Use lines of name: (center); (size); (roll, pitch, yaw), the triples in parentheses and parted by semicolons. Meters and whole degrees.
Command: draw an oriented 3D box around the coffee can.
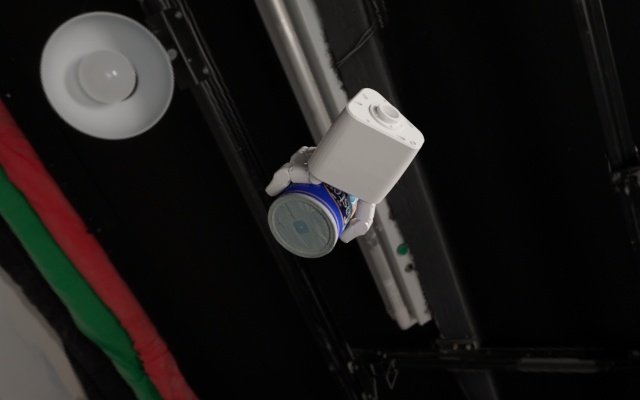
coffee can: (0.000, 0.003, 0.702); (0.103, 0.103, 0.140); (0, 30, 26)
